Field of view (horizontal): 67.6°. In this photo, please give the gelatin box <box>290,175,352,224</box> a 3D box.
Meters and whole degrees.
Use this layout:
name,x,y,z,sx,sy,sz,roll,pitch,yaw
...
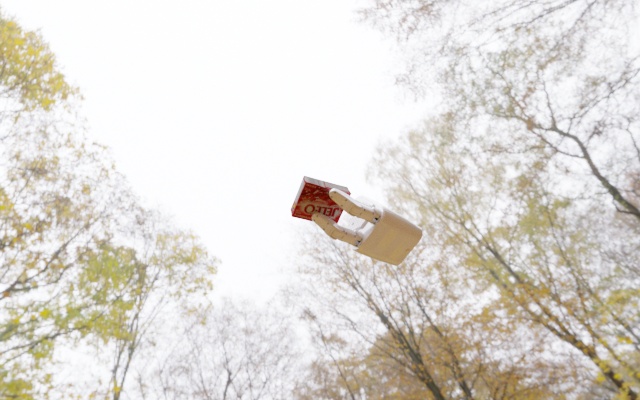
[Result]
name,x,y,z,sx,sy,sz,roll,pitch,yaw
gelatin box,0.000,0.002,0.844,0.089,0.073,0.030,14,27,-19
